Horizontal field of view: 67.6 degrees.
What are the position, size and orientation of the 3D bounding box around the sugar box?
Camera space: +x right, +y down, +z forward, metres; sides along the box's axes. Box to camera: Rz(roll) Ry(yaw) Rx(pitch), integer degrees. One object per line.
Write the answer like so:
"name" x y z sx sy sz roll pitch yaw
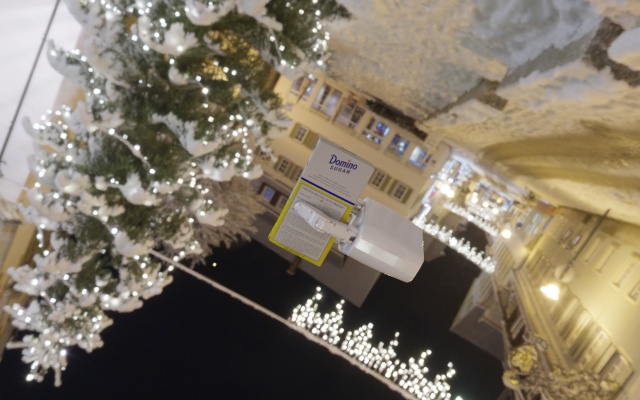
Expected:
"sugar box" 0.000 0.002 0.727 0.093 0.176 0.048 27 12 -7
